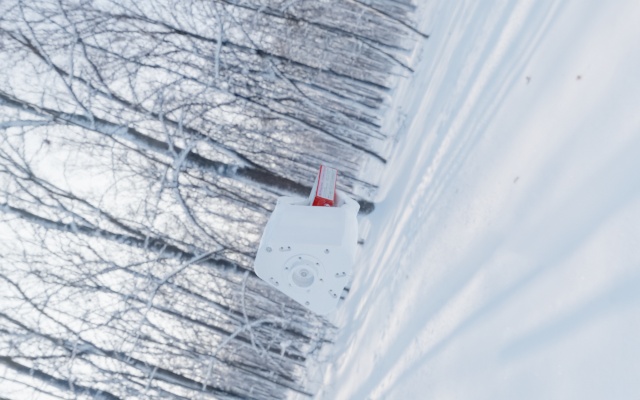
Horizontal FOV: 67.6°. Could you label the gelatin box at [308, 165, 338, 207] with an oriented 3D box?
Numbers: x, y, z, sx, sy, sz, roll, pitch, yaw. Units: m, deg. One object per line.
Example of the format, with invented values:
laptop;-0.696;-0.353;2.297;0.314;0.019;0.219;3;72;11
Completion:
gelatin box;0.000;0.002;0.703;0.030;0.073;0.089;16;35;-6
